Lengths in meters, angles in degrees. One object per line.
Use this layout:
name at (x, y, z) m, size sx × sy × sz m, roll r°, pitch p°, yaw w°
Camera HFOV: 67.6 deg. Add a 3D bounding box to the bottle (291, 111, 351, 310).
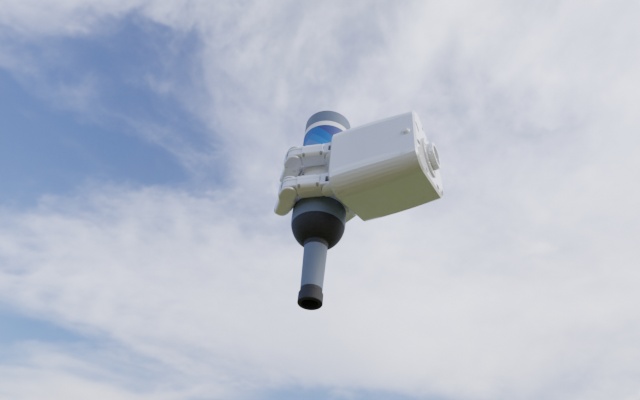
bottle at (0.000, 0.002, 0.606) m, size 0.069 × 0.295 × 0.069 m, roll 3°, pitch -42°, yaw 3°
